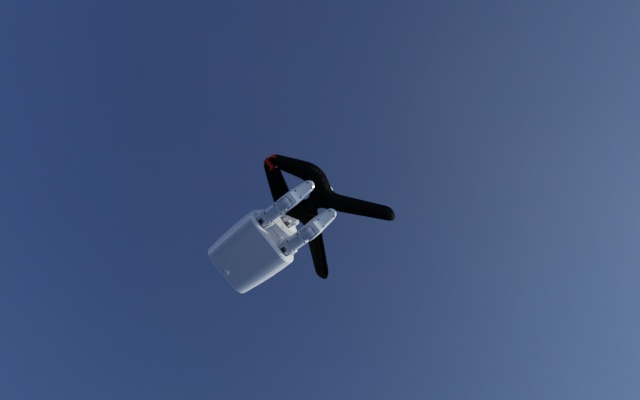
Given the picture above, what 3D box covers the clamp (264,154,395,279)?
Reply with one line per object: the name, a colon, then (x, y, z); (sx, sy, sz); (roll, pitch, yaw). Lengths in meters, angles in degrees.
clamp: (0.000, 0.002, 0.741); (0.164, 0.210, 0.036); (-37, 4, 21)
